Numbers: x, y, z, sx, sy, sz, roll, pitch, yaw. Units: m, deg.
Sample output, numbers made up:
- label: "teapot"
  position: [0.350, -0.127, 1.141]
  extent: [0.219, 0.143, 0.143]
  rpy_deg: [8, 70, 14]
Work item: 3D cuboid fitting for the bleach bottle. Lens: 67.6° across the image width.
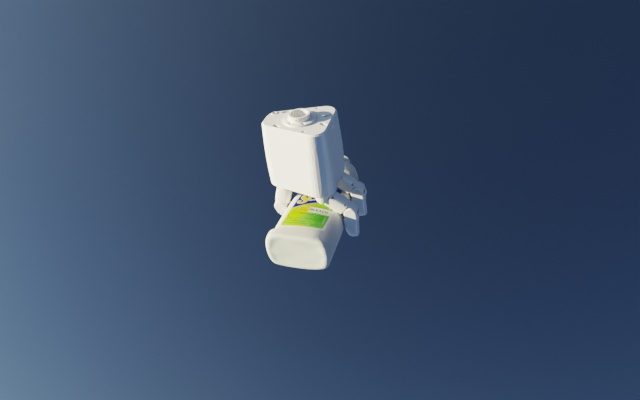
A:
- label: "bleach bottle"
  position: [0.000, 0.003, 0.790]
  extent: [0.102, 0.068, 0.250]
  rpy_deg: [6, 39, 15]
